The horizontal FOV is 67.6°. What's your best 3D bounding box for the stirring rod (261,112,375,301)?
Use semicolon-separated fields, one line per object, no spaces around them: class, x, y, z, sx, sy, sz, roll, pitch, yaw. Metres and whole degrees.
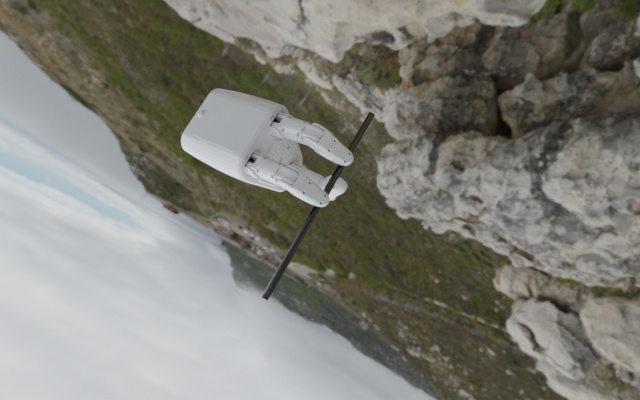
stirring rod;0.000;0.002;0.527;0.011;0.239;0.011;29;-12;7
